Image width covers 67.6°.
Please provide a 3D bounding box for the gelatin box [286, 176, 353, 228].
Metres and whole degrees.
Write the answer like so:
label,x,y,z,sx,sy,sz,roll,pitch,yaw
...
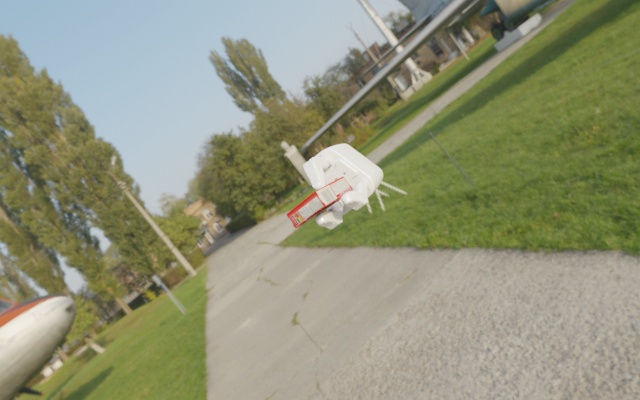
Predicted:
label,x,y,z,sx,sy,sz,roll,pitch,yaw
gelatin box,0.000,0.002,0.742,0.073,0.030,0.089,-37,-4,36
